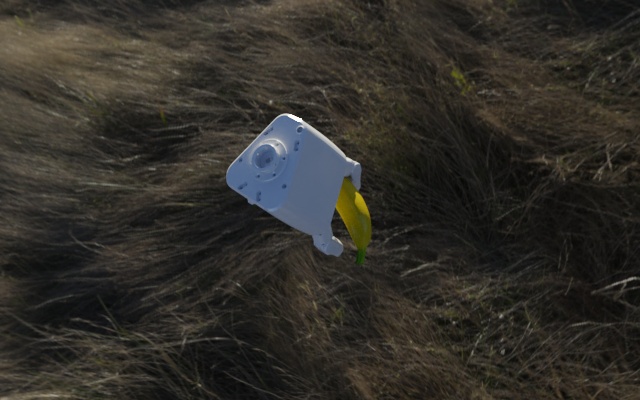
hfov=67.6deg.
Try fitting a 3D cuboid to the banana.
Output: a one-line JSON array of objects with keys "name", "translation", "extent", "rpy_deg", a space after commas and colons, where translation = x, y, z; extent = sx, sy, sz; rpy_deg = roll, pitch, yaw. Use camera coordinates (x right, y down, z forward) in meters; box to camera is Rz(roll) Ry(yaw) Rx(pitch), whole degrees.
[{"name": "banana", "translation": [0.014, -0.008, 0.654], "extent": [0.070, 0.197, 0.037], "rpy_deg": [-48, -28, 22]}]
